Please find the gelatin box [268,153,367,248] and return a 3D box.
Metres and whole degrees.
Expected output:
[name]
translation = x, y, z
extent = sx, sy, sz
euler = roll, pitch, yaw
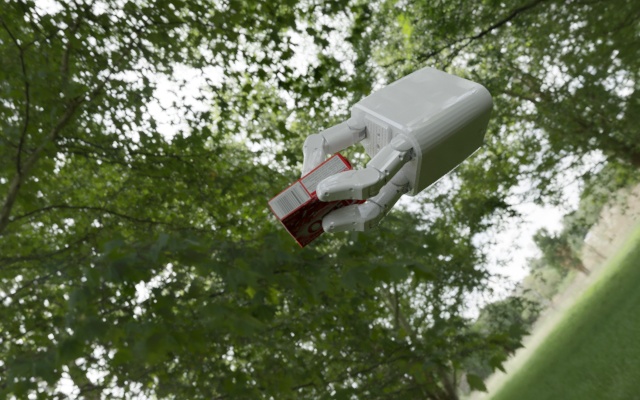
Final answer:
[gelatin box]
translation = 0.000, 0.001, 0.490
extent = 0.089, 0.030, 0.073
euler = -35, -30, -3
